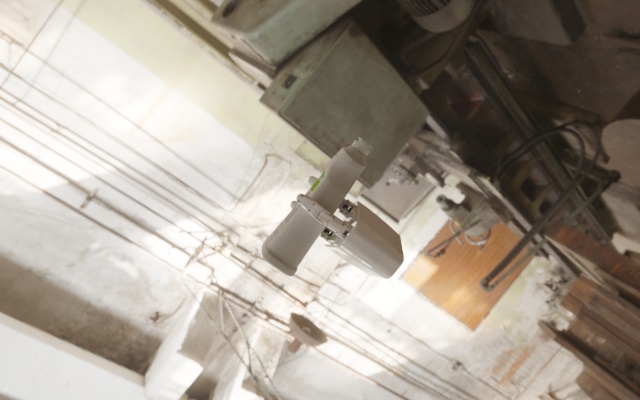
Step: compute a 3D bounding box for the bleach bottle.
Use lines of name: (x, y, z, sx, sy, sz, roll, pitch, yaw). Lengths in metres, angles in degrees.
bleach bottle: (0.000, 0.003, 0.801, 0.068, 0.251, 0.102, 36, 5, -12)
